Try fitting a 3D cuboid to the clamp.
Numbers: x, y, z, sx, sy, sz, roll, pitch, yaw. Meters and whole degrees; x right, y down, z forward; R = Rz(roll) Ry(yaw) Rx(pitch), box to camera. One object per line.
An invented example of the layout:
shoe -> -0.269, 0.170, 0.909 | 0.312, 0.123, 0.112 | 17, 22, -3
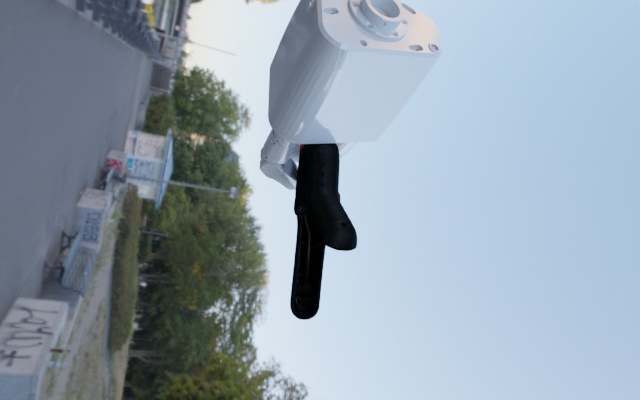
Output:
clamp -> 0.001, 0.001, 0.402 | 0.039, 0.171, 0.120 | 10, -33, -20
